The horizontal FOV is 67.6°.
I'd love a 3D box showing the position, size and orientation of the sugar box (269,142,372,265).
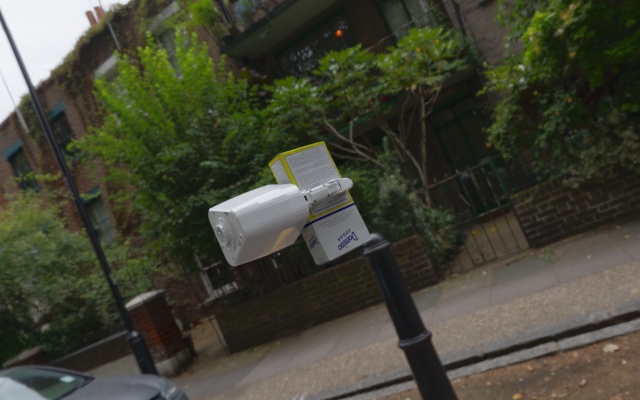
[{"bbox_3d":[0.000,0.003,0.738,0.093,0.176,0.048,-22,-4,-35],"label":"sugar box"}]
